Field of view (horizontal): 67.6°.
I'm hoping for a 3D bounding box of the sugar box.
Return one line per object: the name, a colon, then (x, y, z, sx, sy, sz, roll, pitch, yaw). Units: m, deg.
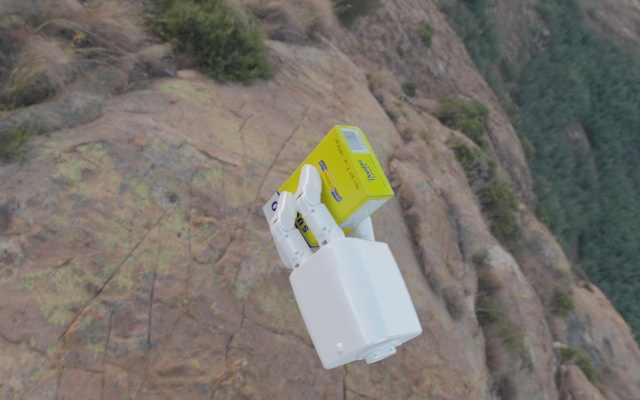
sugar box: (0.000, 0.002, 0.560, 0.048, 0.093, 0.176, -2, -31, -41)
